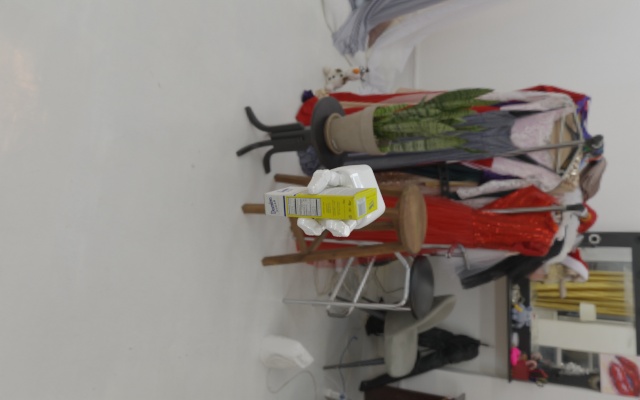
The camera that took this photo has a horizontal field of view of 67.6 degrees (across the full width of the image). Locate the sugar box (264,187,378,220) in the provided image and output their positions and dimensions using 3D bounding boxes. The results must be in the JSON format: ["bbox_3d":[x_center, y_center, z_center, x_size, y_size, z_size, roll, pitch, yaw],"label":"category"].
[{"bbox_3d":[0.000,0.003,0.826,0.176,0.048,0.093,-1,9,29],"label":"sugar box"}]
